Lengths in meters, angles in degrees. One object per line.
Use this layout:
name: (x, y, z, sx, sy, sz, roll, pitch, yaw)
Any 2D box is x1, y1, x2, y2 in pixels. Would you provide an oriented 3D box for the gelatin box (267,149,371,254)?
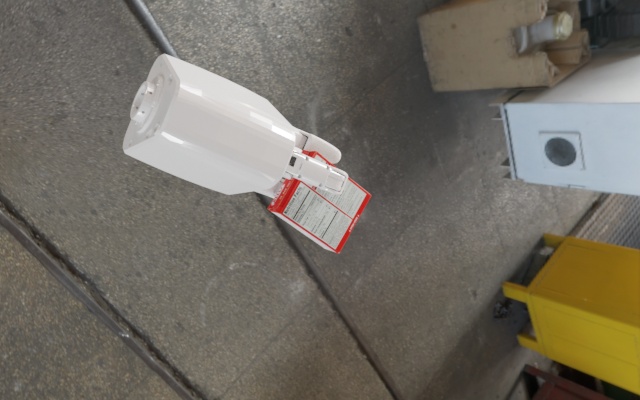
gelatin box: (0.001, 0.002, 0.494, 0.089, 0.073, 0.030, 36, -13, -30)
